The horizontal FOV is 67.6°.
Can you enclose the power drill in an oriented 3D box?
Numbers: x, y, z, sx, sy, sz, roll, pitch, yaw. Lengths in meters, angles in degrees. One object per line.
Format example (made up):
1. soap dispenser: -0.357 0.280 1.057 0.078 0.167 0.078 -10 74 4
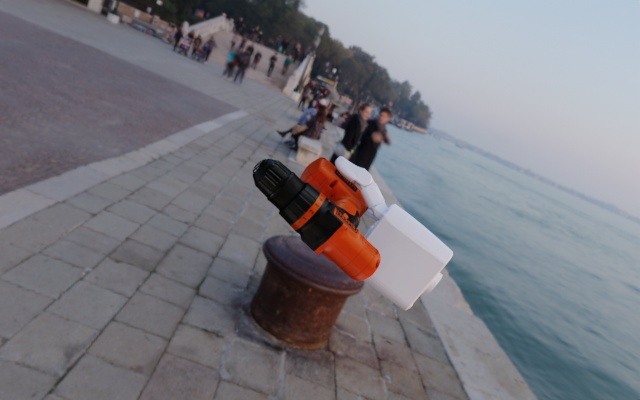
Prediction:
1. power drill: 0.000 0.002 0.614 0.057 0.184 0.187 -42 10 17
